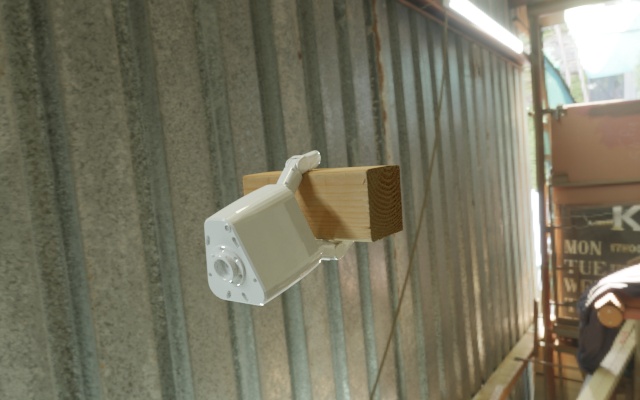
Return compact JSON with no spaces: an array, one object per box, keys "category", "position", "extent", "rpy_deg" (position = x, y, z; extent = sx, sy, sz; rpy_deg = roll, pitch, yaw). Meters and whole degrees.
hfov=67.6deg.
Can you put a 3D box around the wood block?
[{"category":"wood block","position":[0.000,0.002,0.660],"extent":[0.206,0.091,0.090],"rpy_deg":[0,7,36]}]
